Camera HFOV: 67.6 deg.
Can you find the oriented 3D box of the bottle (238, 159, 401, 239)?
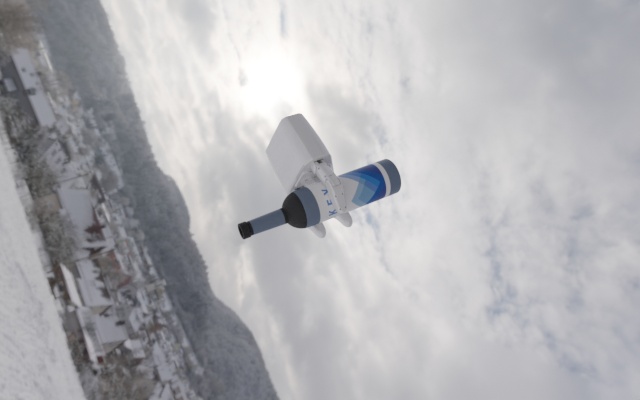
[{"bbox_3d":[0.000,0.003,0.820,0.295,0.069,0.069,-20,8,-22],"label":"bottle"}]
